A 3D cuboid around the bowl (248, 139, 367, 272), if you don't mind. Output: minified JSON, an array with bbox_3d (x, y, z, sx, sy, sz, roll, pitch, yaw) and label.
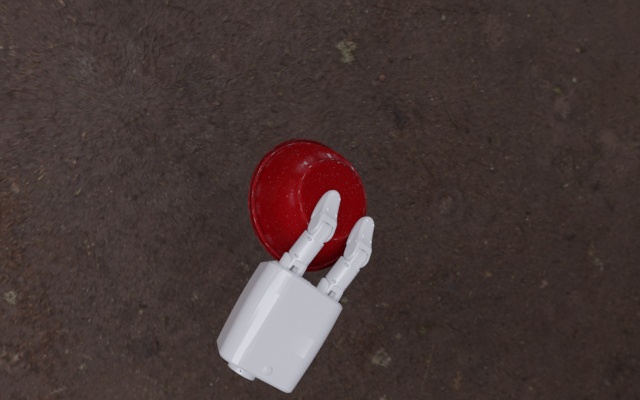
[{"bbox_3d":[0.001,0.001,0.557,0.162,0.162,0.055,0,-7,-34],"label":"bowl"}]
